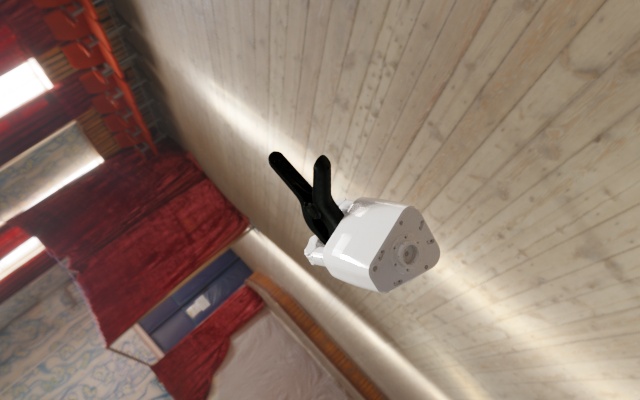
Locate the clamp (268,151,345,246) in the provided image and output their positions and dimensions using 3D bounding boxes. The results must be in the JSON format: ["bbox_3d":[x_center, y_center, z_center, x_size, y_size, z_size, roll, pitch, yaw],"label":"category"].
[{"bbox_3d":[0.000,0.003,0.661,0.039,0.171,0.120,-41,22,-21],"label":"clamp"}]
